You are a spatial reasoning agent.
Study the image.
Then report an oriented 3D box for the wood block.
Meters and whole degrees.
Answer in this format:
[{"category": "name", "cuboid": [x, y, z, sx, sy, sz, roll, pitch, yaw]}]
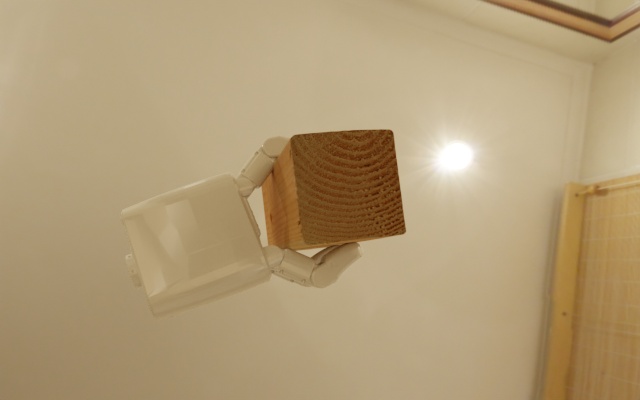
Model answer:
[{"category": "wood block", "cuboid": [0.000, 0.001, 0.480, 0.090, 0.091, 0.206, -5, -6, -14]}]
